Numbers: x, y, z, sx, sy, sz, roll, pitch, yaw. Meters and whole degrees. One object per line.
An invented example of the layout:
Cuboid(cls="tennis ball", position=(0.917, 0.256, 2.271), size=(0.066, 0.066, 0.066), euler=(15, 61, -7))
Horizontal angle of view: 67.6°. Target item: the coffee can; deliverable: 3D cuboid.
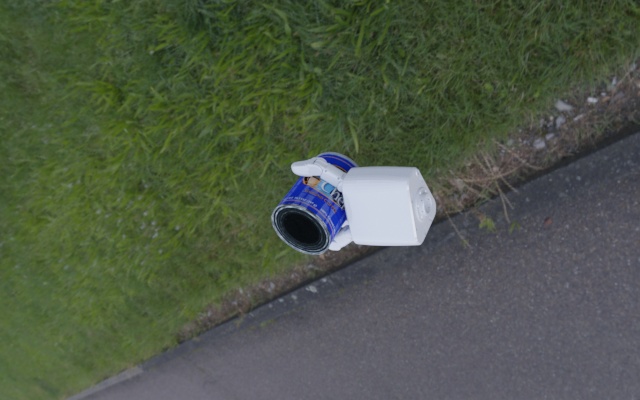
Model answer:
Cuboid(cls="coffee can", position=(0.000, 0.002, 0.769), size=(0.103, 0.103, 0.140), euler=(0, 38, 35))
